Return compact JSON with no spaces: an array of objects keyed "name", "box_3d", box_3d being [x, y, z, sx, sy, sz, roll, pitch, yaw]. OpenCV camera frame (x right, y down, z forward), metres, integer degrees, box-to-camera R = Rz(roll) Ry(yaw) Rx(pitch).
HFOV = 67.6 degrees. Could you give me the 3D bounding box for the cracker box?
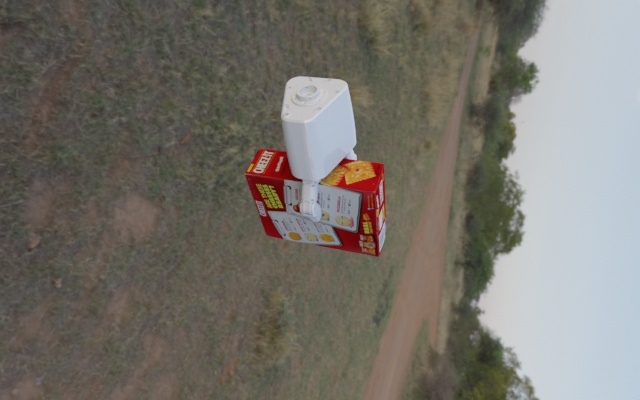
[{"name":"cracker box","box_3d":[0.000,0.003,0.797,0.213,0.072,0.164,9,-40,18]}]
